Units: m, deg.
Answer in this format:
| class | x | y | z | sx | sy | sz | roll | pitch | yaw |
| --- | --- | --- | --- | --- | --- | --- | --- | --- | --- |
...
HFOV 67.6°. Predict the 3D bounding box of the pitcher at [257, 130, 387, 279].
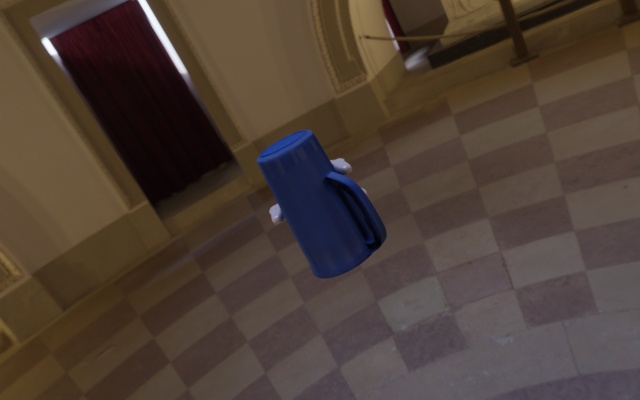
| class | x | y | z | sx | sy | sz | roll | pitch | yaw |
| --- | --- | --- | --- | --- | --- | --- | --- | --- | --- |
| pitcher | 0.000 | 0.003 | 0.830 | 0.149 | 0.243 | 0.145 | -29 | 17 | 0 |
